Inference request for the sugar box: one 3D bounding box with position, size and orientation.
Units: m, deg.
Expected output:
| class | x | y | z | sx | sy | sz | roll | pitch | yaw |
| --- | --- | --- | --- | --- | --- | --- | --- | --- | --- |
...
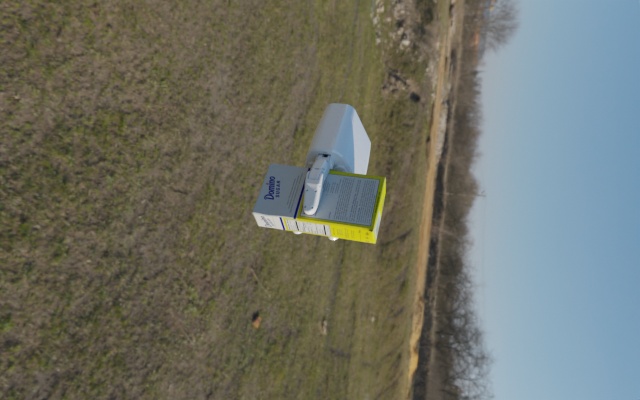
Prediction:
| class | x | y | z | sx | sy | sz | roll | pitch | yaw |
| --- | --- | --- | --- | --- | --- | --- | --- | --- | --- |
| sugar box | 0.000 | 0.002 | 0.692 | 0.176 | 0.093 | 0.048 | 7 | -33 | 15 |
